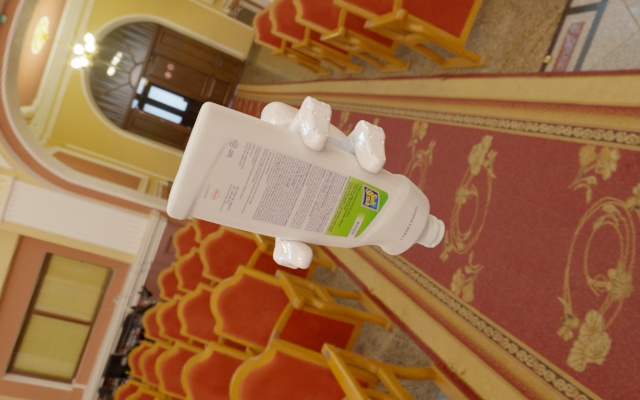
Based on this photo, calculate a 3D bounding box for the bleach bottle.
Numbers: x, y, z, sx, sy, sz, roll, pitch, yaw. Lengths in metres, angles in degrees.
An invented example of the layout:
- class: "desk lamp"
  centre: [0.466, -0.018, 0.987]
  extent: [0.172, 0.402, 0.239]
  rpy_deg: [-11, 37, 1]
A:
- class: "bleach bottle"
  centre: [0.000, 0.001, 0.436]
  extent: [0.251, 0.102, 0.068]
  rpy_deg: [19, 18, -20]
